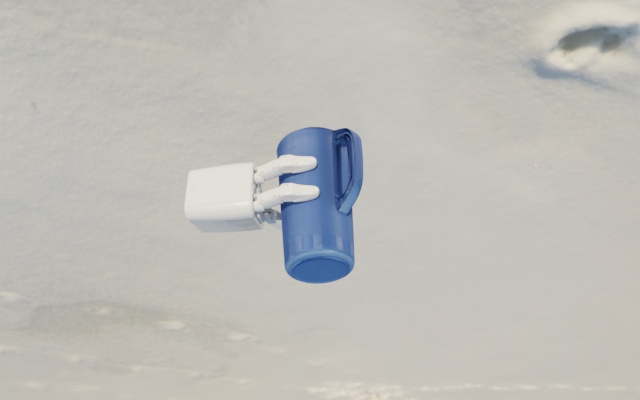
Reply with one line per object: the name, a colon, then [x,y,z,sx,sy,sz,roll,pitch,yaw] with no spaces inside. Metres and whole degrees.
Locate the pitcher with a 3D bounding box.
pitcher: [0.000,0.003,0.783,0.145,0.242,0.149,-4,-34,0]
